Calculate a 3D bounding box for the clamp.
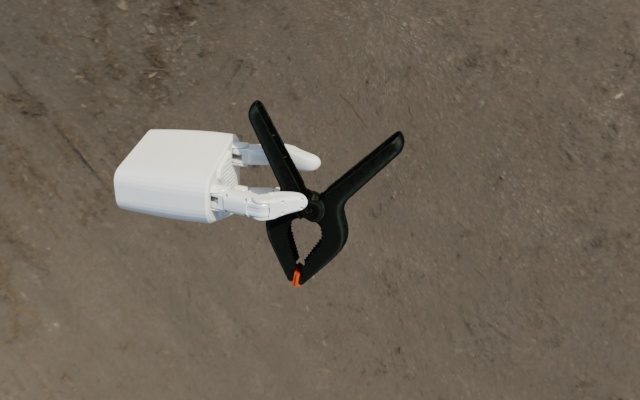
[{"bbox_3d":[0.000,0.002,0.526,0.164,0.210,0.036,7,22,8],"label":"clamp"}]
